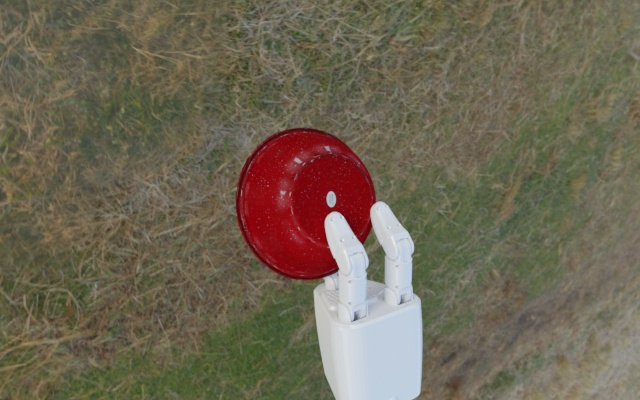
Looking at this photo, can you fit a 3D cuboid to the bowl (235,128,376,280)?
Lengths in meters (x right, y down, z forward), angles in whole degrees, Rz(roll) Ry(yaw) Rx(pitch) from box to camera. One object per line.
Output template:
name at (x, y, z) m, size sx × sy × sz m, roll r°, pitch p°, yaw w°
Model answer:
bowl at (0.000, 0.000, 0.481) m, size 0.162 × 0.162 × 0.055 m, roll 0°, pitch -3°, yaw -28°
